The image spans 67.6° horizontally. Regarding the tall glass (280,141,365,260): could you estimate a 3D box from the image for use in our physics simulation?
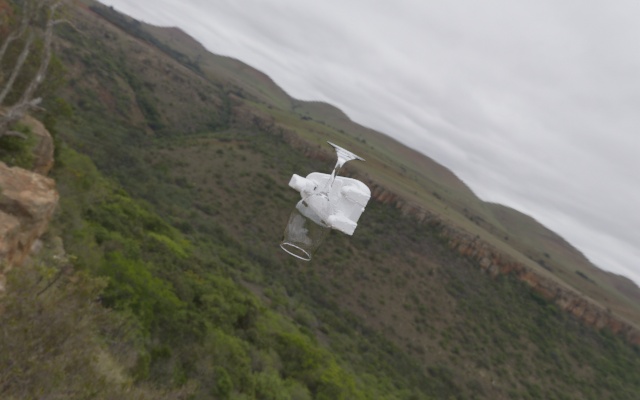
[{"bbox_3d":[0.000,0.002,0.838,0.079,0.201,0.079,27,6,-3],"label":"tall glass"}]
